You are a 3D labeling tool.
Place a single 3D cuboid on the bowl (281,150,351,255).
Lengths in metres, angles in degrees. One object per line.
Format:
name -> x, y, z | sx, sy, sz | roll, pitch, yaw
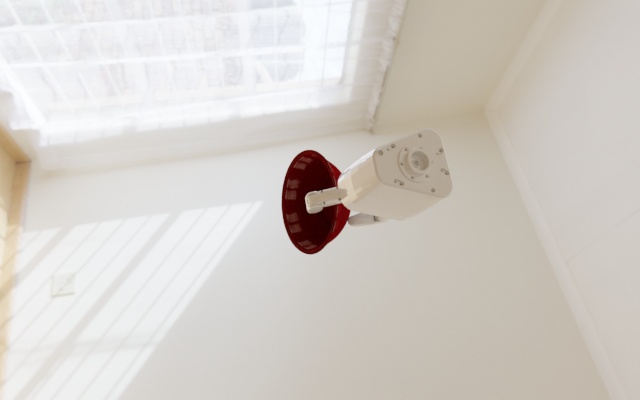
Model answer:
bowl -> 0.000, 0.002, 0.750 | 0.055, 0.162, 0.162 | 0, 0, -34
